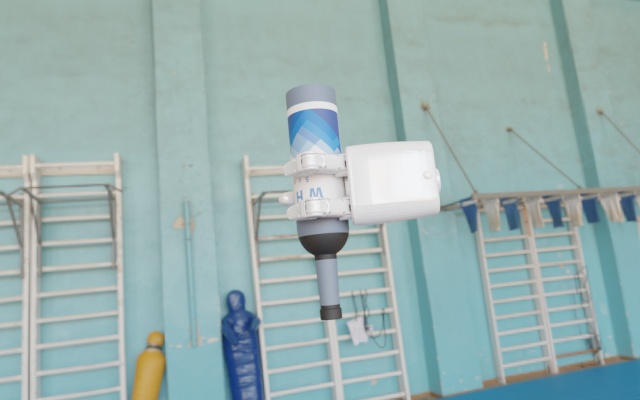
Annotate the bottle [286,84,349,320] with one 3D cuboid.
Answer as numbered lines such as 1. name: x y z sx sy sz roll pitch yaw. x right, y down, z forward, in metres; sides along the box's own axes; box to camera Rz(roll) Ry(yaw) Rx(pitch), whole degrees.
1. bottle: 0.000 0.002 0.613 0.069 0.295 0.069 -5 -9 -1
